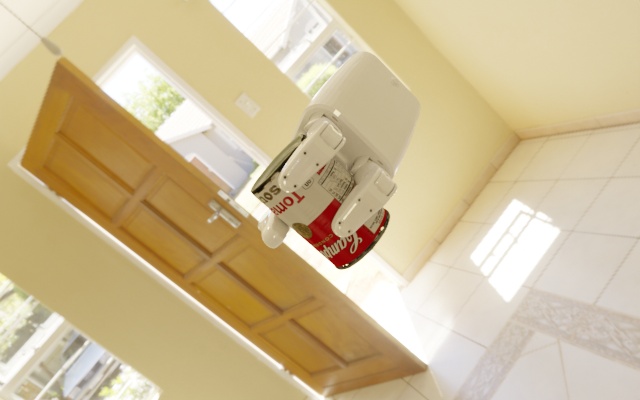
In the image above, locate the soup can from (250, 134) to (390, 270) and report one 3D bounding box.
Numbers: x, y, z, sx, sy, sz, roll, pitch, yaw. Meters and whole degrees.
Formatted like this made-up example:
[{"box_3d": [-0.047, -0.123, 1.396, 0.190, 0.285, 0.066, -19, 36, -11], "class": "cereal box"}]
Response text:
[{"box_3d": [0.000, 0.002, 0.407, 0.102, 0.068, 0.068, 42, -12, -13], "class": "soup can"}]
